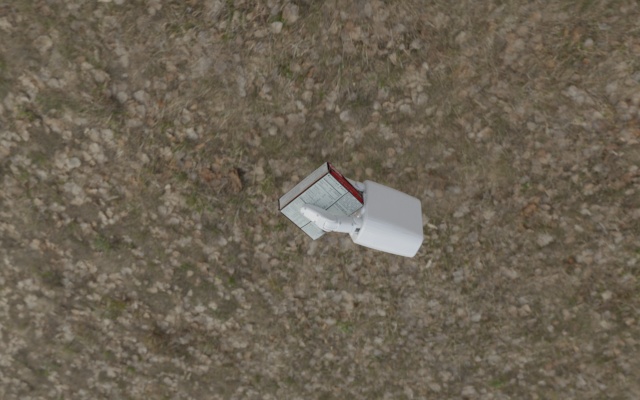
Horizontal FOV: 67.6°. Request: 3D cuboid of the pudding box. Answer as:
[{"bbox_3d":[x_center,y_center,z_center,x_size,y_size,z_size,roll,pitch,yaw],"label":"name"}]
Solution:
[{"bbox_3d":[0.000,0.003,0.779,0.113,0.090,0.039,-38,28,18],"label":"pudding box"}]
